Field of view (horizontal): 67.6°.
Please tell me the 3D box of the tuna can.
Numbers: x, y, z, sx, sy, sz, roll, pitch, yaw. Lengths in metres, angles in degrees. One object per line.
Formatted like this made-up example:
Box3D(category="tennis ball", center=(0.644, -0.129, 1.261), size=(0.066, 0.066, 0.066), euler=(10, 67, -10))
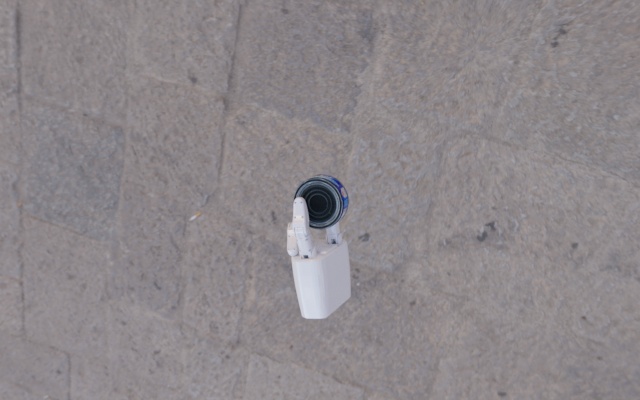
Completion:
Box3D(category="tuna can", center=(0.000, 0.003, 0.765), size=(0.086, 0.086, 0.033), euler=(0, 11, 18))
